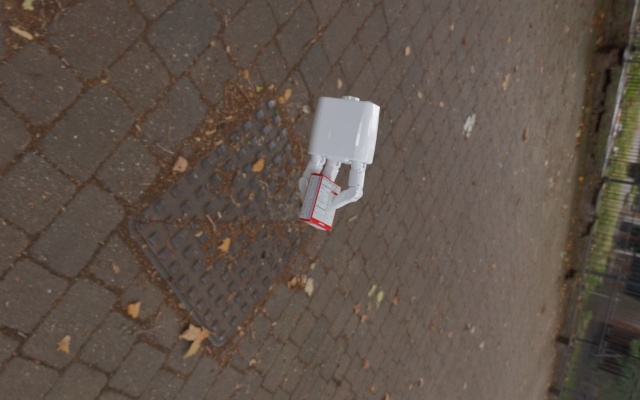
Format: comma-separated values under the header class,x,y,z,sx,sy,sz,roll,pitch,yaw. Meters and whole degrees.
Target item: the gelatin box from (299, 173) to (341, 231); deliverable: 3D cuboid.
class,x,y,z,sx,sy,sz,roll,pitch,yaw
gelatin box,0.000,0.003,0.869,0.030,0.089,0.073,8,-12,32
